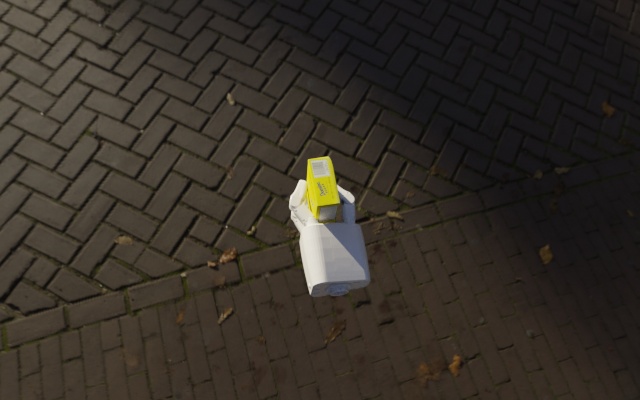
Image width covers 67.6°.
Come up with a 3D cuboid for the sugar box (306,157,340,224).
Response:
[{"bbox_3d":[0.000,0.003,0.879,0.048,0.093,0.176,-7,-24,-9],"label":"sugar box"}]
